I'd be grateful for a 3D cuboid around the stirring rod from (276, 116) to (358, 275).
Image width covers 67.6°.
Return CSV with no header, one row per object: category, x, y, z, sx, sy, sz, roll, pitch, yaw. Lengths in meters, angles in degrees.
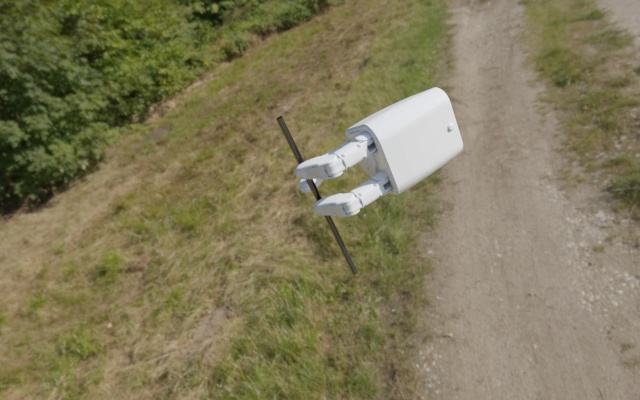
stirring rod,0.000,0.002,0.601,0.011,0.240,0.011,-21,27,11
